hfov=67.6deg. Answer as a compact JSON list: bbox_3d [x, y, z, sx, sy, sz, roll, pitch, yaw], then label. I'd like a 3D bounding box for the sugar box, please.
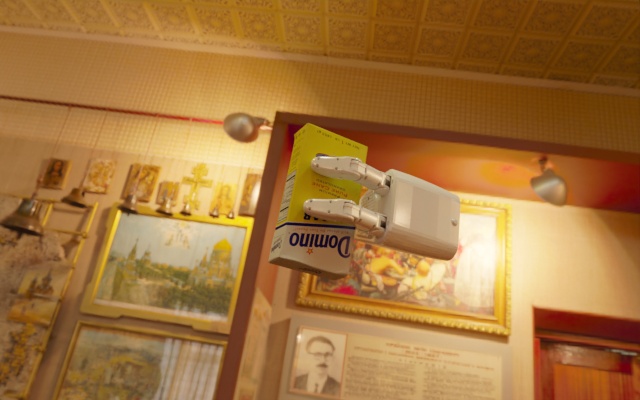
[{"bbox_3d":[0.000,0.002,0.593,0.093,0.176,0.048,18,-24,-22],"label":"sugar box"}]
